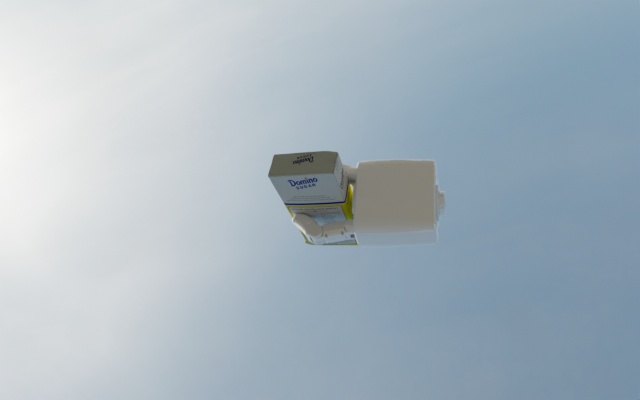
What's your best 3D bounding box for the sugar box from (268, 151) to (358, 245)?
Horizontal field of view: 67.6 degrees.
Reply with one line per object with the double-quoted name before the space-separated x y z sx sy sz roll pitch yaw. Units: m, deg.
"sugar box" 0.000 0.002 0.683 0.093 0.048 0.176 -1 -38 18
